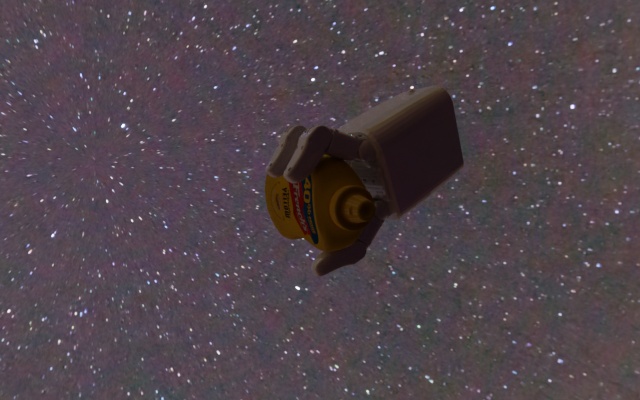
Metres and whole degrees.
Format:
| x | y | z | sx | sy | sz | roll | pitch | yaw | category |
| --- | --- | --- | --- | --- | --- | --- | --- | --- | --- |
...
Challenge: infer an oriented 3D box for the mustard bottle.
| x | y | z | sx | sy | sz | roll | pitch | yaw | category |
| --- | --- | --- | --- | --- | --- | --- | --- | --- | --- |
| 0.000 | 0.002 | 0.489 | 0.058 | 0.096 | 0.191 | -9 | 8 | -24 | mustard bottle |
